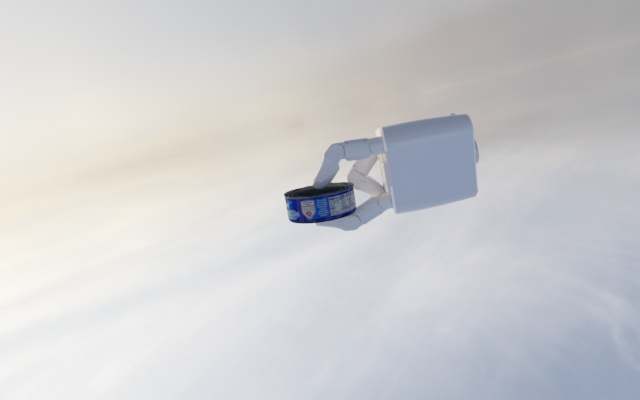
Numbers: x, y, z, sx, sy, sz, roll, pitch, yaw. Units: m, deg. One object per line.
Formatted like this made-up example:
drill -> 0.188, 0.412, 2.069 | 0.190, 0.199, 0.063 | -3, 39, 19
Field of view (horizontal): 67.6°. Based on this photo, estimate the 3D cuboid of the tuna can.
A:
tuna can -> 0.000, 0.002, 0.581 | 0.086, 0.034, 0.086 | -8, 10, 1
